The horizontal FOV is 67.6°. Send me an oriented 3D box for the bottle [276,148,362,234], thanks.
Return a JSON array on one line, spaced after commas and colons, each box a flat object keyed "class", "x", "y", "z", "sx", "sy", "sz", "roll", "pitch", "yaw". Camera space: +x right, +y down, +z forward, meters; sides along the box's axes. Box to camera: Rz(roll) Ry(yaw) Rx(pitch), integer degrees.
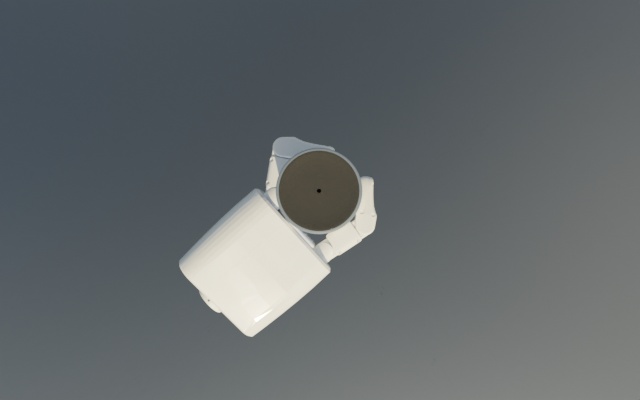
[{"class": "bottle", "x": 0.000, "y": 0.002, "z": 0.510, "sx": 0.069, "sy": 0.069, "sz": 0.296, "roll": 0, "pitch": -4, "yaw": 0}]
